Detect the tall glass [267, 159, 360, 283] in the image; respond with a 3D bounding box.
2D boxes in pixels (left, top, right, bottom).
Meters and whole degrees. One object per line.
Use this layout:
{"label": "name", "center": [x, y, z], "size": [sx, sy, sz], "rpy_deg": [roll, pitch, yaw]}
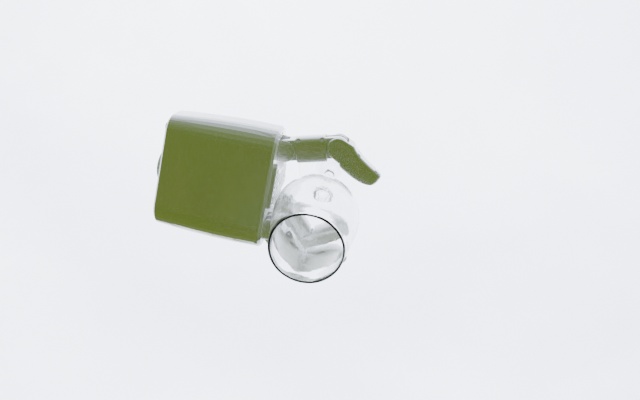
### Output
{"label": "tall glass", "center": [0.000, 0.001, 0.463], "size": [0.079, 0.079, 0.201], "rpy_deg": [0, 22, 7]}
